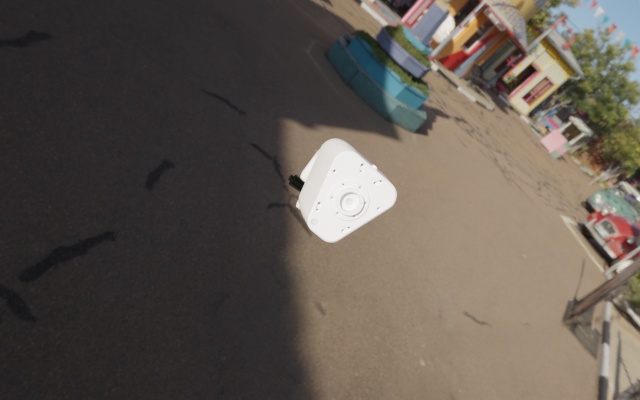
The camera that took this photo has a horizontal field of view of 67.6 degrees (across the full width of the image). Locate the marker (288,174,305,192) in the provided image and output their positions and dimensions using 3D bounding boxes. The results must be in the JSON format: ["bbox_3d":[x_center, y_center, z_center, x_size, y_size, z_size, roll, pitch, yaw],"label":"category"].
[{"bbox_3d":[0.000,0.002,0.717,0.121,0.020,0.020,39,-11,-14],"label":"marker"}]
